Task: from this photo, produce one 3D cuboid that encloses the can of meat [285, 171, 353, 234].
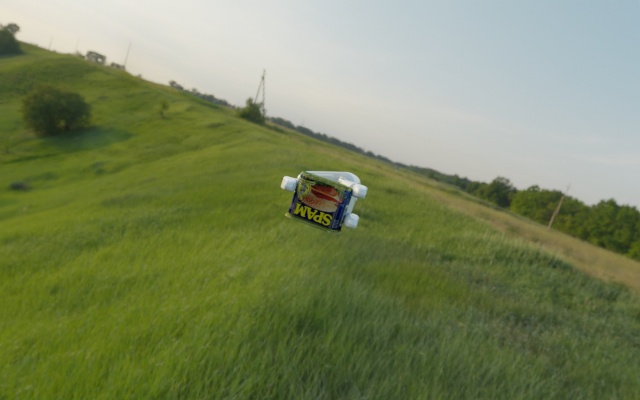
[{"bbox_3d":[0.000,0.002,0.842,0.102,0.084,0.057,20,6,15],"label":"can of meat"}]
